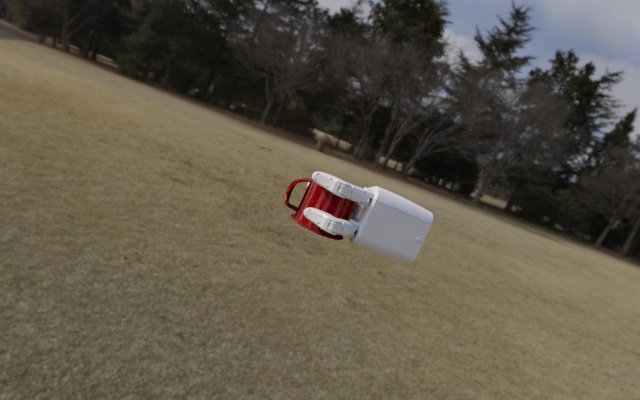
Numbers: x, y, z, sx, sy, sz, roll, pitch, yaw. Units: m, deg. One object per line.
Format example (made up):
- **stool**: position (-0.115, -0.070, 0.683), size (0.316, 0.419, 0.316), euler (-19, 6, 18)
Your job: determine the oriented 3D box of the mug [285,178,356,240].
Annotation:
- **mug**: position (-0.001, 0.002, 0.766), size (0.117, 0.081, 0.093), euler (23, 9, -13)
